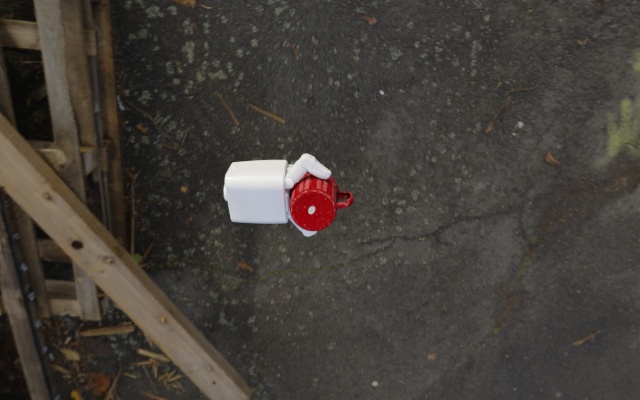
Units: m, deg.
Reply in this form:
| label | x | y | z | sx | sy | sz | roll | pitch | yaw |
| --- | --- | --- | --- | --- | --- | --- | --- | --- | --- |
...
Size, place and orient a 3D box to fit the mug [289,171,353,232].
| label | x | y | z | sx | sy | sz | roll | pitch | yaw |
| --- | --- | --- | --- | --- | --- | --- | --- | --- | --- |
| mug | 0.002 | 0.003 | 0.849 | 0.117 | 0.093 | 0.081 | -2 | 23 | 2 |
